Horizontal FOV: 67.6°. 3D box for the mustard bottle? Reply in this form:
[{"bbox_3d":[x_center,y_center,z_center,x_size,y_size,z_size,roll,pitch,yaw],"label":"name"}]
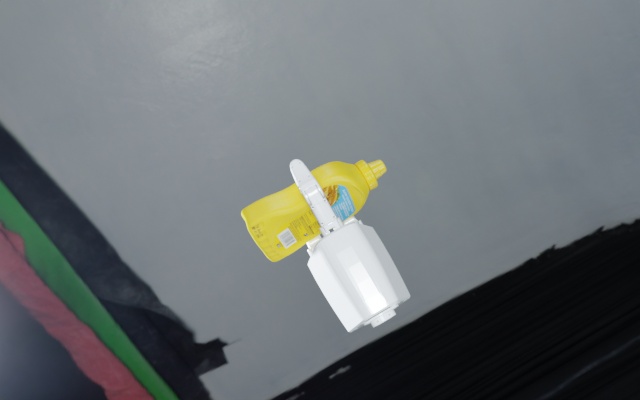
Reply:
[{"bbox_3d":[0.000,0.002,0.621,0.191,0.058,0.096,-30,-41,-3],"label":"mustard bottle"}]
